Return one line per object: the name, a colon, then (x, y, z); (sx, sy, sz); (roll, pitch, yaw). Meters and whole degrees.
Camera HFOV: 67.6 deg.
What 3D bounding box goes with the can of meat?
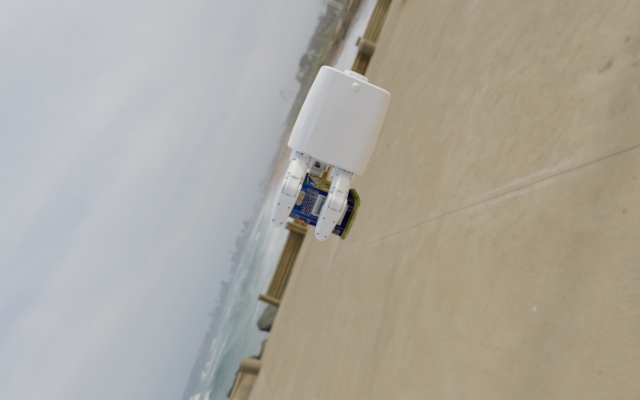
can of meat: (0.000, 0.002, 0.625); (0.084, 0.057, 0.102); (21, 11, -6)
